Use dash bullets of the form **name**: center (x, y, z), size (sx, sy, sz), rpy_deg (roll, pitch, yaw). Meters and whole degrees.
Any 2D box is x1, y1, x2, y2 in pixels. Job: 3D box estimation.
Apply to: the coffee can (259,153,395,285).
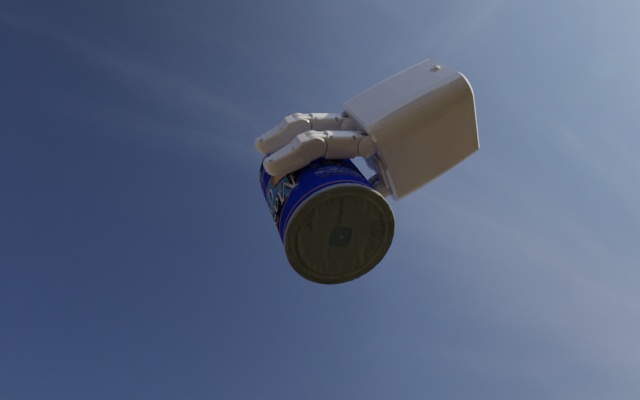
- **coffee can**: center (0.000, 0.002, 0.480), size (0.103, 0.103, 0.140), rpy_deg (0, 27, -18)
